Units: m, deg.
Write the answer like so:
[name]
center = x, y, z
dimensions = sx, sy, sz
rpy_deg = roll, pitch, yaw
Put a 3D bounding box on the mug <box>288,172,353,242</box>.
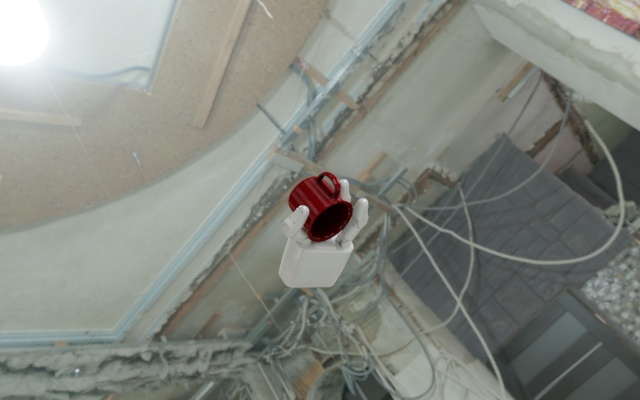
[mug]
center = 0.000, 0.001, 0.828
dimensions = 0.093, 0.117, 0.081
rpy_deg = -10, 46, -37
